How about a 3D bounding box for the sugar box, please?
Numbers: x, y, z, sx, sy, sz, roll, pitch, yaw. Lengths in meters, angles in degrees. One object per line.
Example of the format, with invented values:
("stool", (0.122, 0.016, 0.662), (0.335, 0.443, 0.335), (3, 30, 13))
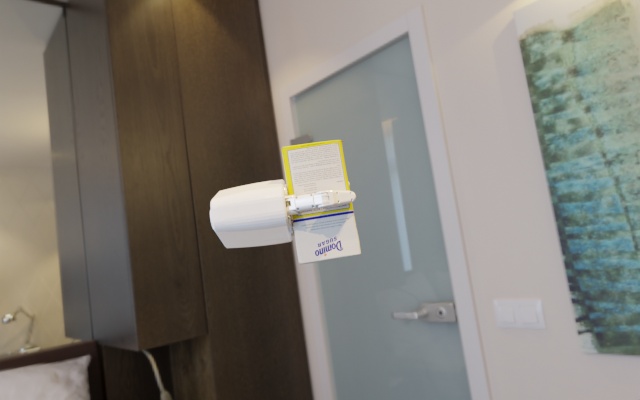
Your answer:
("sugar box", (0.000, 0.002, 0.716), (0.093, 0.176, 0.048), (-8, -6, -2))
